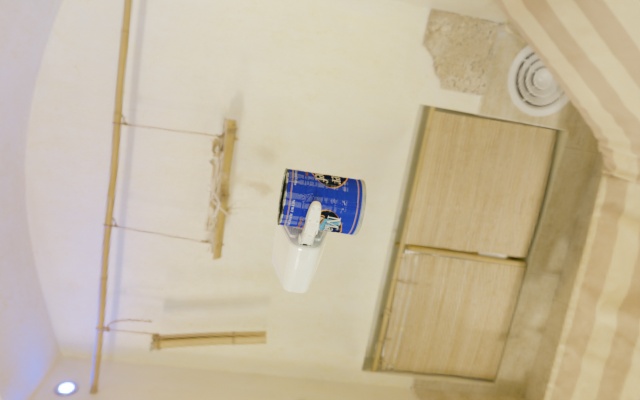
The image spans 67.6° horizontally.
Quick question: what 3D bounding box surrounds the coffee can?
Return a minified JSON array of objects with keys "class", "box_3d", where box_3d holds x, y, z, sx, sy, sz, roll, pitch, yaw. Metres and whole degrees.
[{"class":"coffee can","box_3d":[0.000,0.003,0.849,0.140,0.103,0.103,8,-1,-9]}]
